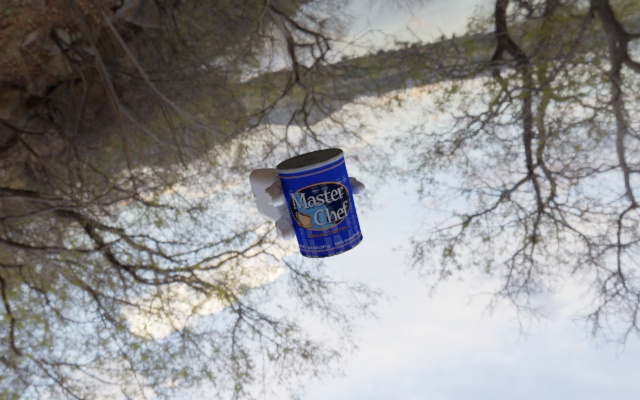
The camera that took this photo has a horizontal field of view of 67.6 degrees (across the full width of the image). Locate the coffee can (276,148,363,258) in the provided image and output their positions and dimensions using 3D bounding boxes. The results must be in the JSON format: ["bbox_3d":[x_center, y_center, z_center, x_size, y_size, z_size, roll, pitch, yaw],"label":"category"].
[{"bbox_3d":[0.000,0.002,0.722,0.103,0.140,0.102,-13,16,4],"label":"coffee can"}]
